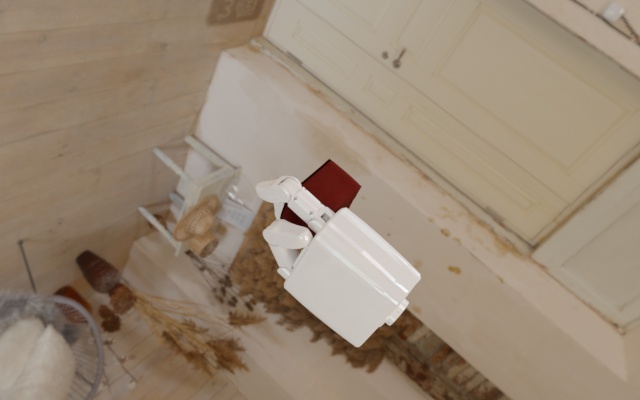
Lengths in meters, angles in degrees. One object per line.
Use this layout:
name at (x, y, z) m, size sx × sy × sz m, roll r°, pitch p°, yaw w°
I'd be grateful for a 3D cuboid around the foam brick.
foam brick at (0.000, 0.002, 0.548) m, size 0.078 × 0.051 × 0.053 m, roll -43°, pitch -14°, yaw -35°
